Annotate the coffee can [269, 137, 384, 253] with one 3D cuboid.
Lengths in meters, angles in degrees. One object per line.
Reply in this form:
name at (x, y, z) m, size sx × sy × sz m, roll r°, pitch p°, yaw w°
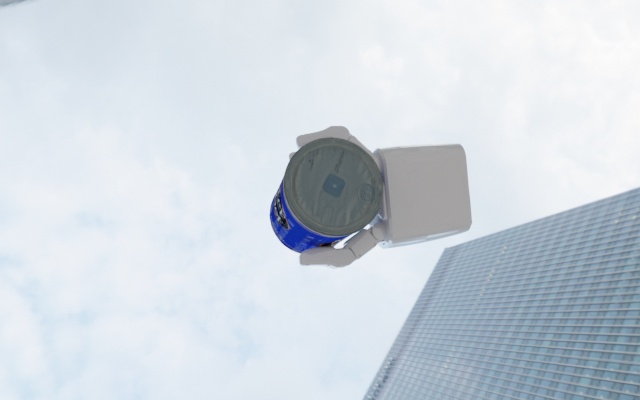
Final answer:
coffee can at (0.000, 0.002, 0.540) m, size 0.103 × 0.102 × 0.140 m, roll 0°, pitch -14°, yaw -12°
